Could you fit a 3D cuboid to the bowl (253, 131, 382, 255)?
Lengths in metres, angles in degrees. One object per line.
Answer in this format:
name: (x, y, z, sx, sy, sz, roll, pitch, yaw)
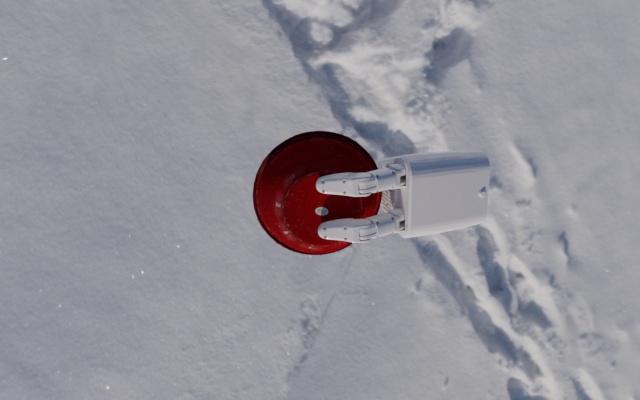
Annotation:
bowl: (-0.001, 0.002, 0.566, 0.162, 0.162, 0.055, 0, 19, -7)
